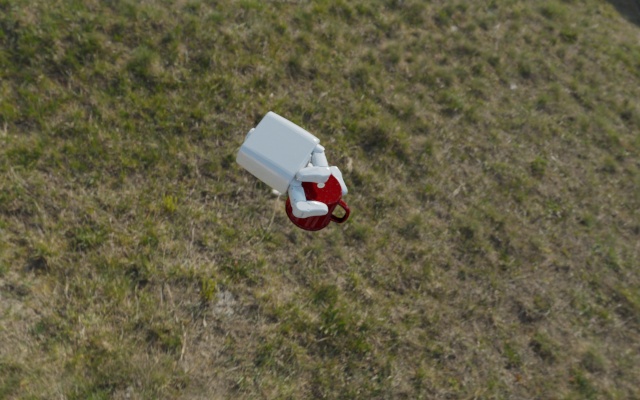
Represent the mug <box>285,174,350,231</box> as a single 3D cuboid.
[{"bbox_3d":[0.001,0.004,0.878,0.117,0.093,0.081,31,-39,1],"label":"mug"}]
